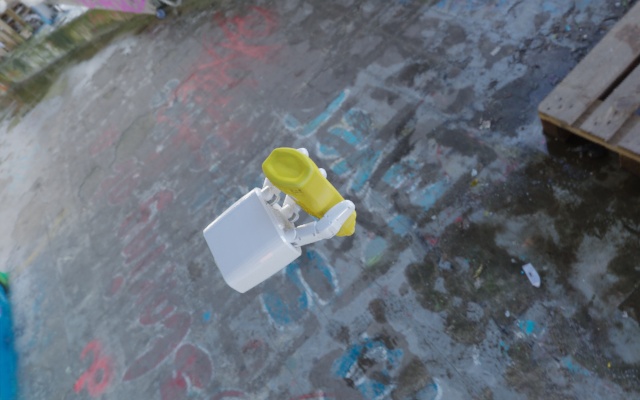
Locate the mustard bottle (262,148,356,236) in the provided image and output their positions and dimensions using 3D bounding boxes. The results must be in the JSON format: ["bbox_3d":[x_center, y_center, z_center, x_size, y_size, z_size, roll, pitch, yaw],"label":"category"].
[{"bbox_3d":[0.000,0.002,0.699,0.096,0.058,0.192,28,-13,43],"label":"mustard bottle"}]
